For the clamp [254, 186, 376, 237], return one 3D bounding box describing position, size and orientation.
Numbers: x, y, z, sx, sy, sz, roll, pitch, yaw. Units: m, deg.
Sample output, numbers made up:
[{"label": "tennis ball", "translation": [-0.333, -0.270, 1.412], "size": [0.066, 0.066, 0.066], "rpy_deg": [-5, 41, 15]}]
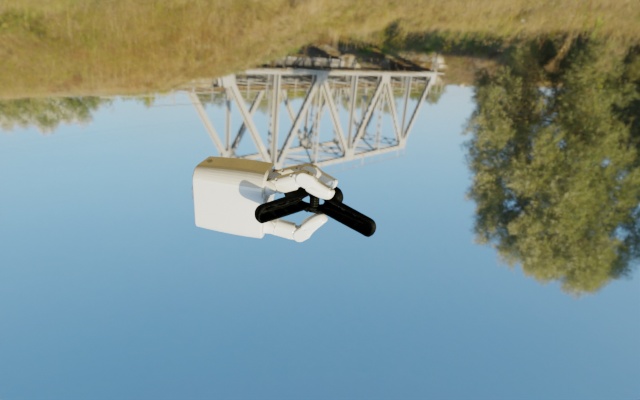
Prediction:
[{"label": "clamp", "translation": [0.000, 0.003, 0.723], "size": [0.164, 0.036, 0.210], "rpy_deg": [11, 18, 1]}]
